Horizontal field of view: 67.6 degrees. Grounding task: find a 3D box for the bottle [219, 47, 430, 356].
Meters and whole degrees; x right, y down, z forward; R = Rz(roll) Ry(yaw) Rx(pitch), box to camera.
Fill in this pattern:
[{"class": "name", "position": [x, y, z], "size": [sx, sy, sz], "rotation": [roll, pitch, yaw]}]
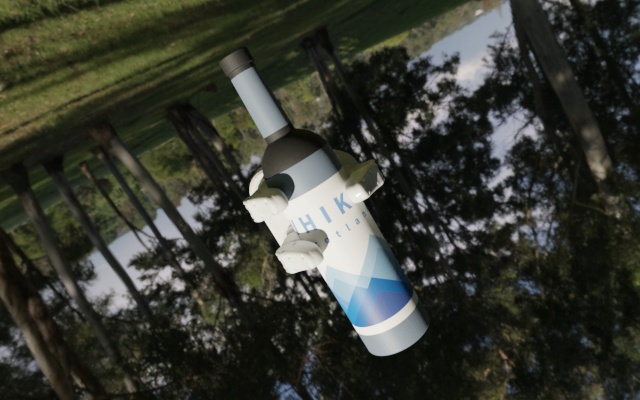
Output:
[{"class": "bottle", "position": [0.000, 0.002, 0.429], "size": [0.069, 0.296, 0.069], "rotation": [-30, 10, 6]}]
